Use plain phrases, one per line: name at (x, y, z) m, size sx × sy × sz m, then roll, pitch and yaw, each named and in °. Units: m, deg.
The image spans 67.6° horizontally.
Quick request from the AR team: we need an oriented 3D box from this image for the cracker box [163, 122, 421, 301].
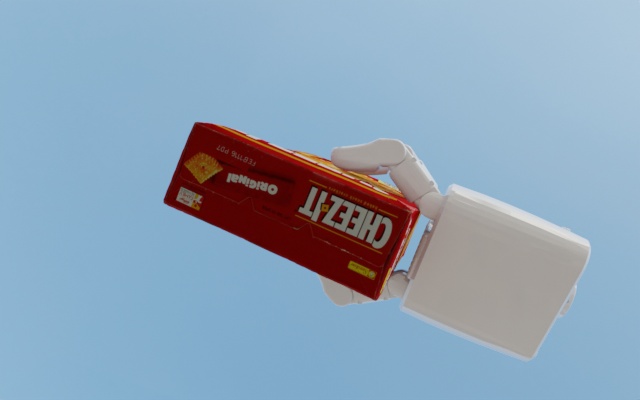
cracker box at (0.000, 0.002, 0.412) m, size 0.164 × 0.072 × 0.213 m, roll 22°, pitch 6°, yaw 13°
